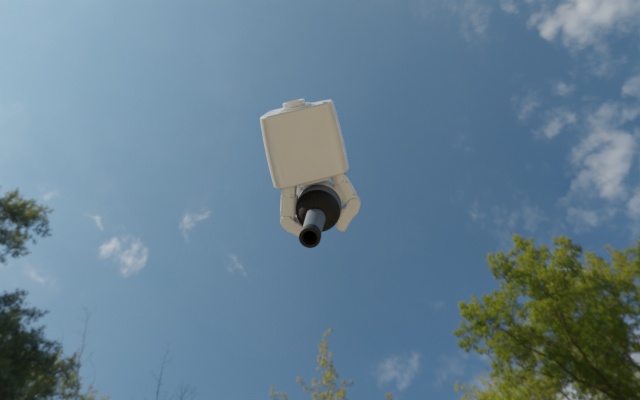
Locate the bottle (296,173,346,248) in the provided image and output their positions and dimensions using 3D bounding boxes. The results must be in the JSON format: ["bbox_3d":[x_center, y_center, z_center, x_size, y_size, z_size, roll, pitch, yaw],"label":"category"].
[{"bbox_3d":[0.000,0.002,0.732,0.069,0.069,0.295,0,18,6],"label":"bottle"}]
